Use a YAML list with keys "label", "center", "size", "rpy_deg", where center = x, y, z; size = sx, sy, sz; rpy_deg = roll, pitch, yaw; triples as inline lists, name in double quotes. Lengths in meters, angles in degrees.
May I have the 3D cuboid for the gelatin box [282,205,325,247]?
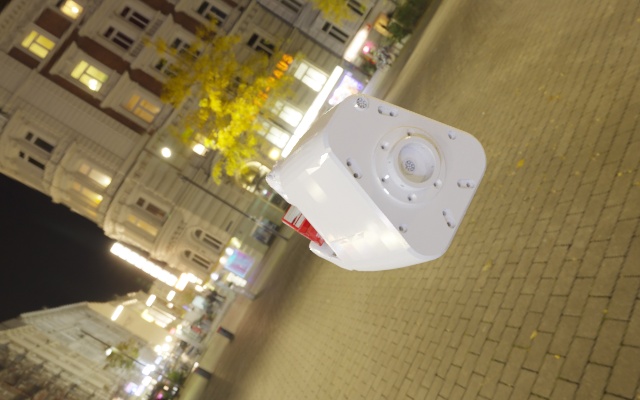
- label: "gelatin box"
  center: [0.000, 0.001, 0.469]
  size: [0.030, 0.073, 0.089]
  rpy_deg: [34, -5, -14]
